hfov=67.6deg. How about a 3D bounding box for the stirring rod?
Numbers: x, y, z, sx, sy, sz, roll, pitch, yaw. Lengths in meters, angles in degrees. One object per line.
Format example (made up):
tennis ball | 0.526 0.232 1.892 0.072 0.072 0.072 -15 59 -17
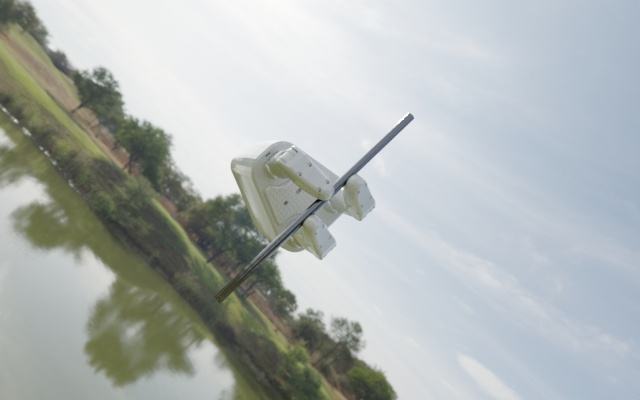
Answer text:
stirring rod | 0.000 0.001 0.419 0.239 0.011 0.011 -43 12 -14
